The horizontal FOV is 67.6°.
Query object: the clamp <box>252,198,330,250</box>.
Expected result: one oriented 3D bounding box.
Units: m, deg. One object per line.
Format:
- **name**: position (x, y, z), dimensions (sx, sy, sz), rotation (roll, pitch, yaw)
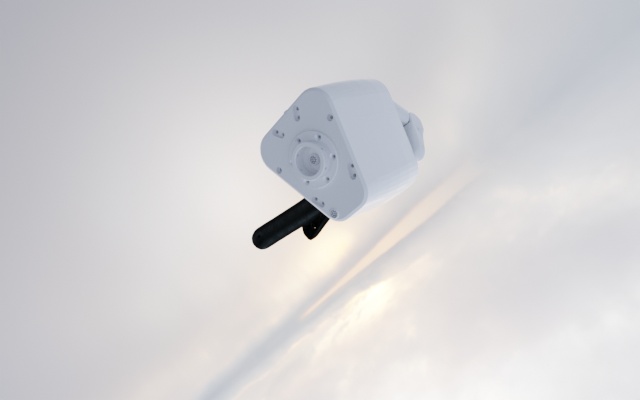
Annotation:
- **clamp**: position (0.001, 0.002, 0.537), dimensions (0.171, 0.039, 0.120), rotation (-47, -15, 33)
